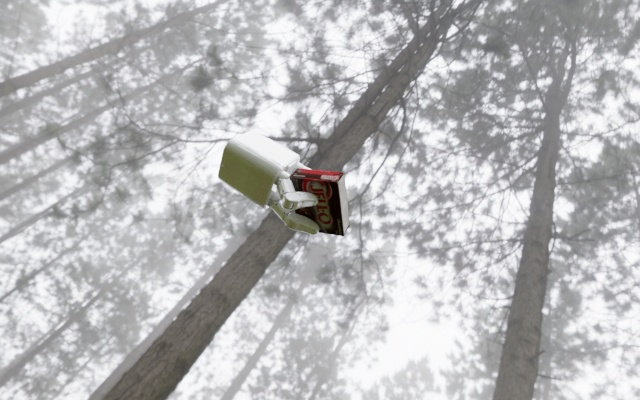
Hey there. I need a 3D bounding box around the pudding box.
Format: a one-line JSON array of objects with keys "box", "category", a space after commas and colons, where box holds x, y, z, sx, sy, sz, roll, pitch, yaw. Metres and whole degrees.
[{"box": [0.000, 0.003, 0.823, 0.090, 0.114, 0.039, 7, 37, 24], "category": "pudding box"}]
